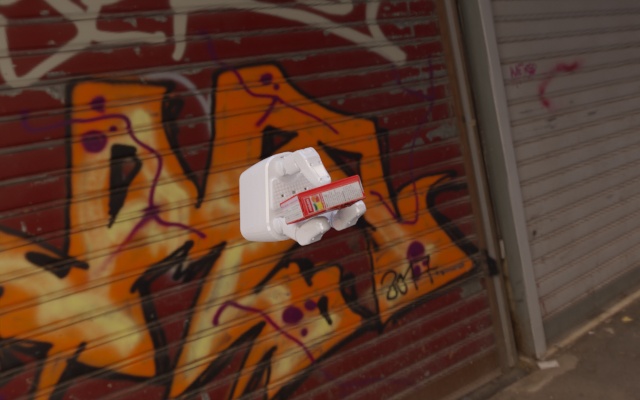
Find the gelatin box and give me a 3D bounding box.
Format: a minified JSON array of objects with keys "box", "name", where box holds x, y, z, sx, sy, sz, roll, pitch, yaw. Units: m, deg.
[{"box":[0.000,0.001,0.540,0.073,0.030,0.089,-17,-3,-19],"name":"gelatin box"}]
